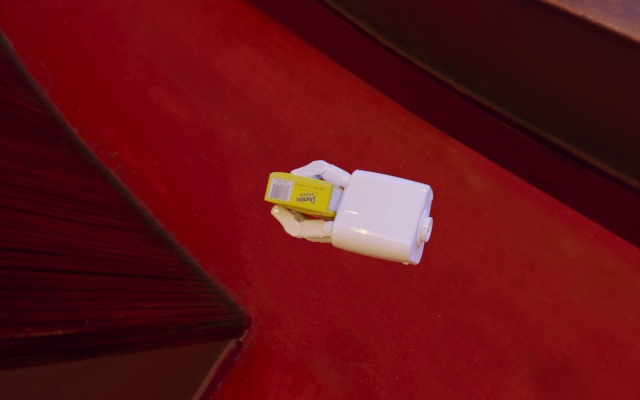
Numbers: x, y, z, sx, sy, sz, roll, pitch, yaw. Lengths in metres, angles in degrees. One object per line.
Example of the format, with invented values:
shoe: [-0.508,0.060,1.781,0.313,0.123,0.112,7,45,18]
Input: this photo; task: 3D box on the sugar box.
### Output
sugar box: [0.000,0.003,0.697,0.093,0.048,0.176,12,-7,22]
